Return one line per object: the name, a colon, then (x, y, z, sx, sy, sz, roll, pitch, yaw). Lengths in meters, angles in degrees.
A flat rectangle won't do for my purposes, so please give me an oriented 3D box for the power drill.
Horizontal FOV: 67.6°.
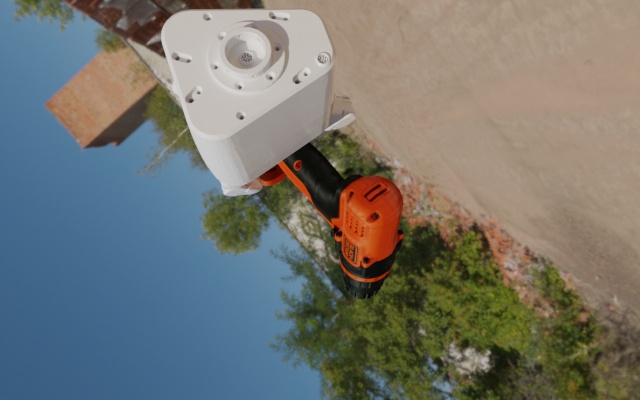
power drill: (0.000, 0.001, 0.469, 0.057, 0.187, 0.185, -37, -26, -23)
